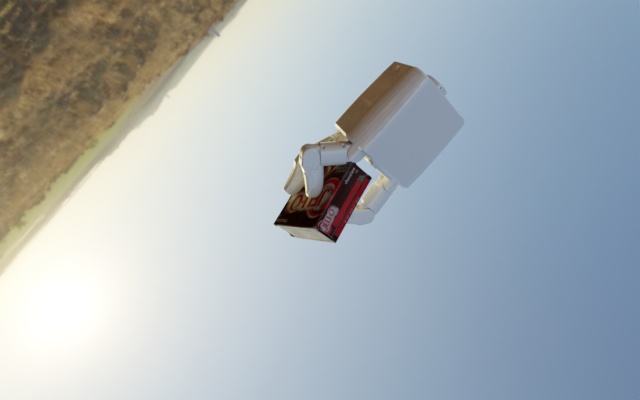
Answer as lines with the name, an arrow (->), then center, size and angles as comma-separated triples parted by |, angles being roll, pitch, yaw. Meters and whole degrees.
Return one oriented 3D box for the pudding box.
pudding box -> 0.000, 0.002, 0.570 | 0.039, 0.090, 0.113 | 38, -18, -21
